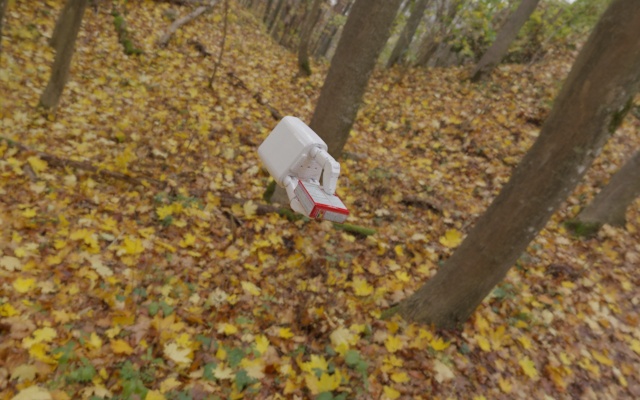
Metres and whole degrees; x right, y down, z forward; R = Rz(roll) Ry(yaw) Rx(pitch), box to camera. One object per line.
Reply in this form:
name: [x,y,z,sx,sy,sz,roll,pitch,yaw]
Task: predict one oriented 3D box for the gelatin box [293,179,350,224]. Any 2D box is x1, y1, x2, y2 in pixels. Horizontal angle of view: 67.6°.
gelatin box: [0.000,0.003,0.855,0.073,0.030,0.089,14,24,-32]
